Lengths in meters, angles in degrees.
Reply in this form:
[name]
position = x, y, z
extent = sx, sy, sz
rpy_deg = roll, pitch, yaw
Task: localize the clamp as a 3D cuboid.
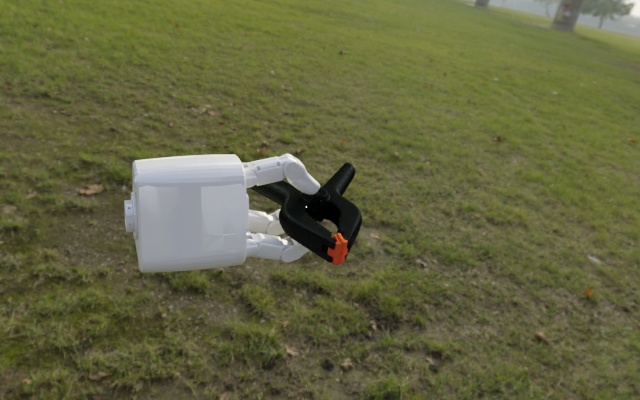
[clamp]
position = 0.000, 0.001, 0.571
extent = 0.164, 0.036, 0.210
rpy_deg = -6, 31, -23
